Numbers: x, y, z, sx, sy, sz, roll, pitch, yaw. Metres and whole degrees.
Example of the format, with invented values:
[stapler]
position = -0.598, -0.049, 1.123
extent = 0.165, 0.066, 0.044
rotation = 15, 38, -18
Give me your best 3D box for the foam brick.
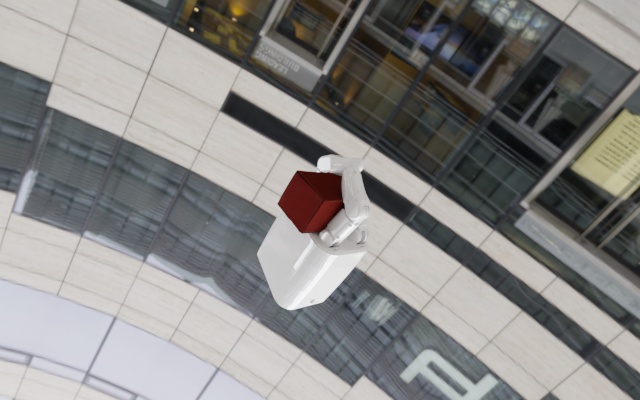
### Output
[foam brick]
position = 0.000, 0.002, 0.555
extent = 0.078, 0.051, 0.053
rotation = 0, 42, -50
